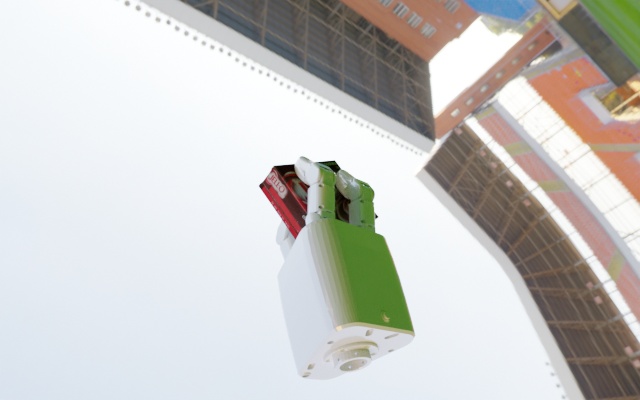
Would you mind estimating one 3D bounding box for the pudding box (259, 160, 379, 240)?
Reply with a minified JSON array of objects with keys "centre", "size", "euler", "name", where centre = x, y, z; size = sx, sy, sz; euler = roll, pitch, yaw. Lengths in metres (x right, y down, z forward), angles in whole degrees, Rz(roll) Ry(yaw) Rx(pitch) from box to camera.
[{"centre":[0.000,0.002,0.521],"size":[0.039,0.090,0.113],"euler":[-46,-20,30],"name":"pudding box"}]
